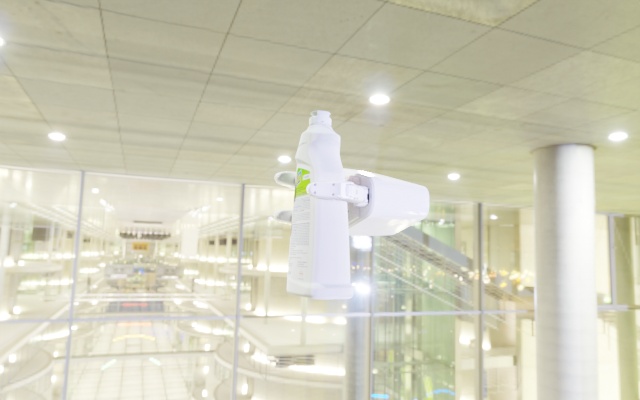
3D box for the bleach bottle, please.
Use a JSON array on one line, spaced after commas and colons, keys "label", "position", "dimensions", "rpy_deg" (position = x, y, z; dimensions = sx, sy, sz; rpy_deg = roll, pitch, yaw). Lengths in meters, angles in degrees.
[{"label": "bleach bottle", "position": [0.000, 0.002, 0.645], "dimensions": [0.068, 0.251, 0.102], "rpy_deg": [5, -7, -29]}]
